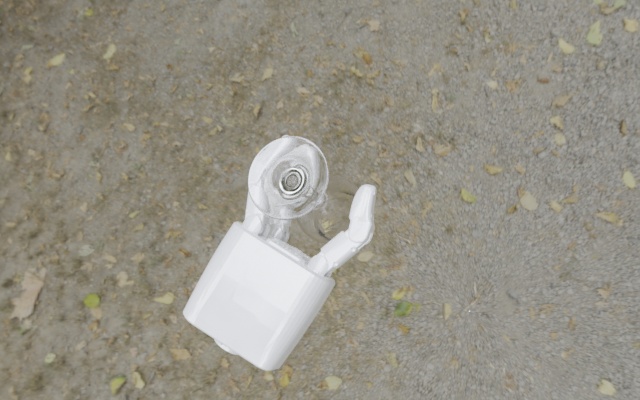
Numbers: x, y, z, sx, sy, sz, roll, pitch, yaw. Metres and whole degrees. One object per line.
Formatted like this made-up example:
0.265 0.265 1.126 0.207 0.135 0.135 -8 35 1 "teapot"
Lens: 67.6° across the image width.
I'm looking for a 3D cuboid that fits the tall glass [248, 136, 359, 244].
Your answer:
0.000 0.001 0.499 0.079 0.079 0.201 0 -12 17 "tall glass"
